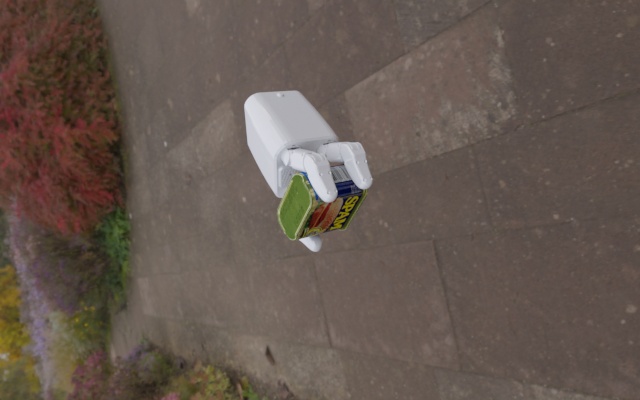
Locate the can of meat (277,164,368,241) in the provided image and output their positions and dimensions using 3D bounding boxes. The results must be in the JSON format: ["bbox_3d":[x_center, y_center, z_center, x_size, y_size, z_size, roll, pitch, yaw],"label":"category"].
[{"bbox_3d":[0.000,0.002,0.612,0.084,0.057,0.102,-12,-33,-33],"label":"can of meat"}]
